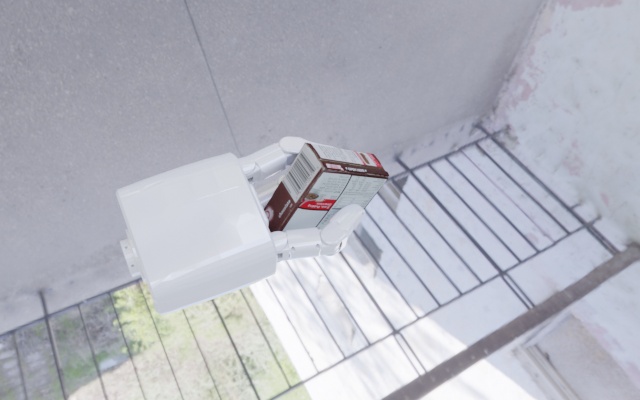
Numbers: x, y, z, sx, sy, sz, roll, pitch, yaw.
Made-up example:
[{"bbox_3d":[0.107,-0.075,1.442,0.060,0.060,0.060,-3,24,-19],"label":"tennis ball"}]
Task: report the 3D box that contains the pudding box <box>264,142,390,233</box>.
[{"bbox_3d":[0.000,0.002,0.465,0.090,0.039,0.113,3,-45,-42],"label":"pudding box"}]
